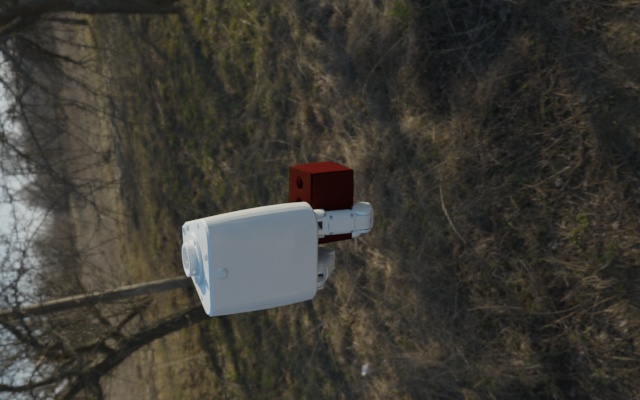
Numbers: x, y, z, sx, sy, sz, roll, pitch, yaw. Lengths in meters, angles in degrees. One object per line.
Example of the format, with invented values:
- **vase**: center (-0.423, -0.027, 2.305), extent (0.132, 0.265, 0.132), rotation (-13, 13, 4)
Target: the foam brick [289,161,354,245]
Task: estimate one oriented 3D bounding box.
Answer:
- **foam brick**: center (0.000, 0.001, 0.506), extent (0.051, 0.078, 0.053), rotation (-6, 15, -27)
